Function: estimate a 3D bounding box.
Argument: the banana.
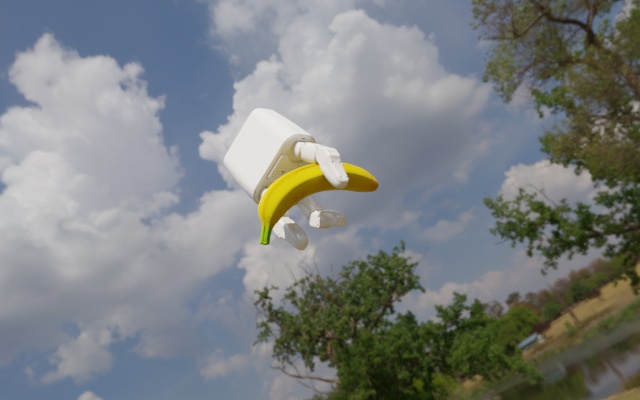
[{"bbox_3d":[-0.006,-0.014,0.612,0.197,0.070,0.037,-25,24,-30],"label":"banana"}]
